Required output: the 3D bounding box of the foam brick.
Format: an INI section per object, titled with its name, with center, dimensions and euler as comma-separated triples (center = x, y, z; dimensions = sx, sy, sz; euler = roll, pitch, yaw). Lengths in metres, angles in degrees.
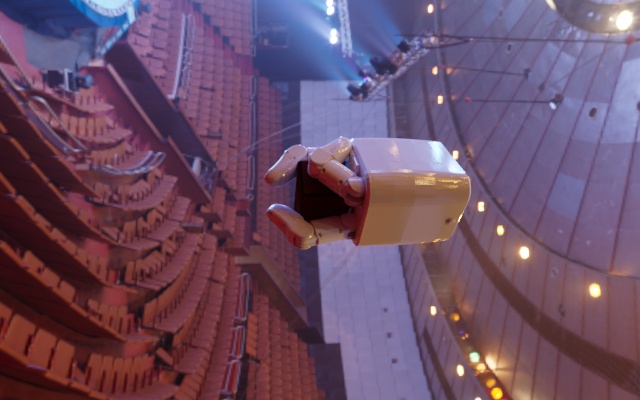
[foam brick]
center = 0.000, 0.002, 0.520
dimensions = 0.051, 0.053, 0.078
euler = -1, -41, -9
